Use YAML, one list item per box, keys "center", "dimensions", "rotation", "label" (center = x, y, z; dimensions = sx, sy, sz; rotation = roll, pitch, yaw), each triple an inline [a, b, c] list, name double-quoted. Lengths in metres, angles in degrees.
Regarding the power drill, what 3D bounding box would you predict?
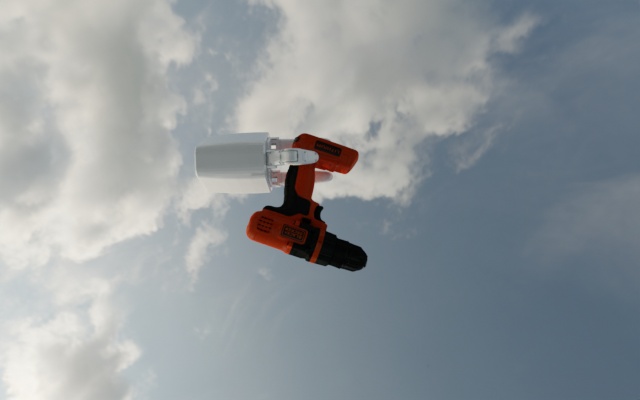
- center: [0.000, 0.002, 0.726]
  dimensions: [0.184, 0.187, 0.057]
  rotation: [19, -23, -6]
  label: "power drill"
